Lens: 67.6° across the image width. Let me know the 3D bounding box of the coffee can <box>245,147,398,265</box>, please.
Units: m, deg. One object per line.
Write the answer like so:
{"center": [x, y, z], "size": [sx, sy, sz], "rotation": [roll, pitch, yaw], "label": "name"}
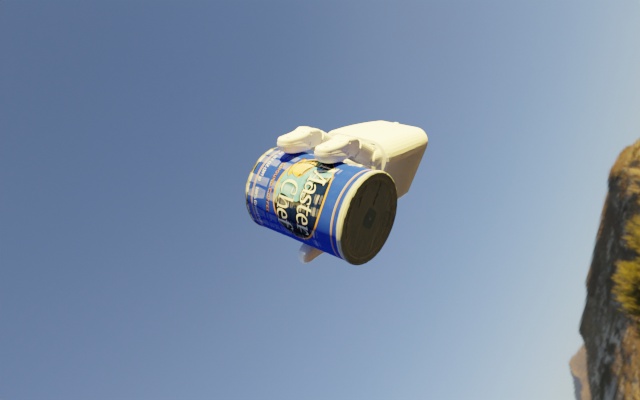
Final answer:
{"center": [0.000, 0.002, 0.539], "size": [0.140, 0.103, 0.103], "rotation": [19, 11, 37], "label": "coffee can"}
